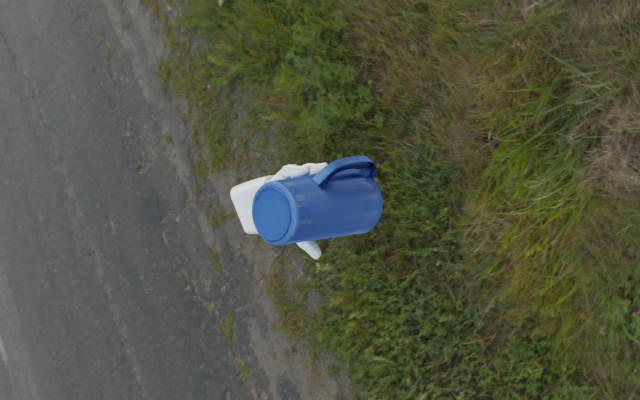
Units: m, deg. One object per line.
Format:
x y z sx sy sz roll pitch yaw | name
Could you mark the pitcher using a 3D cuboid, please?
0.000 0.003 0.871 0.145 0.149 0.243 -8 0 40 | pitcher
